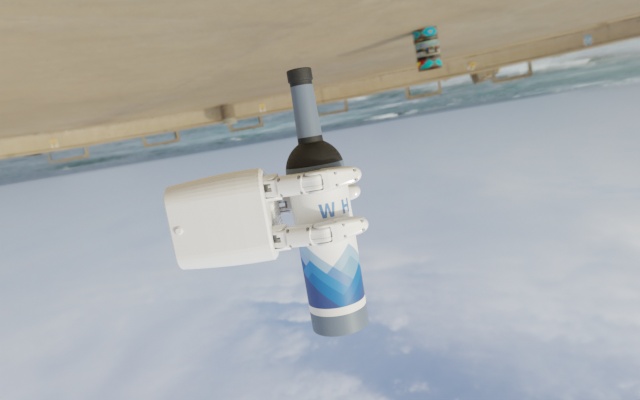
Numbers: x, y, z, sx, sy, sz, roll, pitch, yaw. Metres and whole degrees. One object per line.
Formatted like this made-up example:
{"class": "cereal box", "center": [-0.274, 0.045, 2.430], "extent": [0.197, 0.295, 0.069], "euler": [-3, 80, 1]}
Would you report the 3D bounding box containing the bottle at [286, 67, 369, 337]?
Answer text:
{"class": "bottle", "center": [0.000, 0.002, 0.538], "extent": [0.069, 0.296, 0.069], "euler": [-9, 8, 1]}
